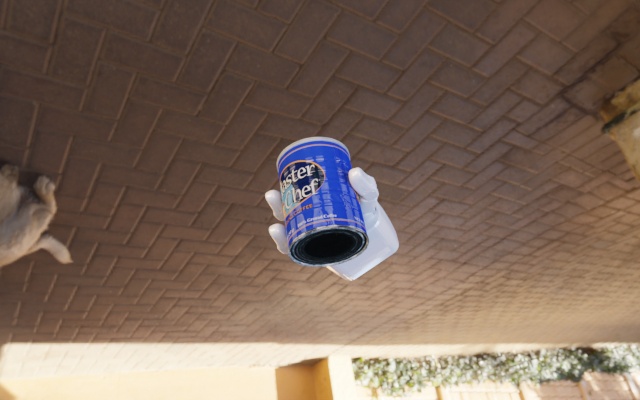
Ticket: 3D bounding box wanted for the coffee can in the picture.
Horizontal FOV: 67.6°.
[{"bbox_3d":[0.000,0.002,0.629,0.103,0.140,0.103,-7,-33,-5],"label":"coffee can"}]
